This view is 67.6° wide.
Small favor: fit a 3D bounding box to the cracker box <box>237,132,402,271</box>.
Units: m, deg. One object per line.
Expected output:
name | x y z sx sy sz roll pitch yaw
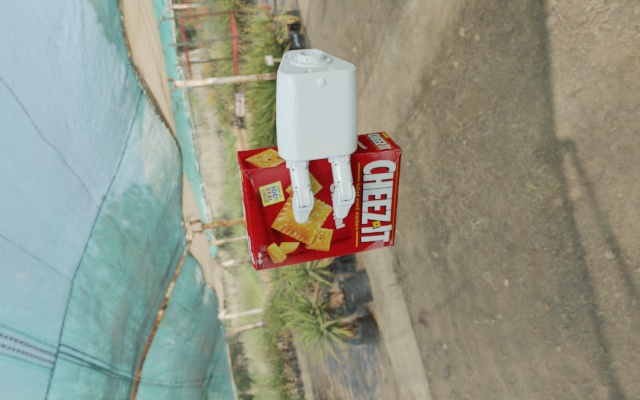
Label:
cracker box | 0.000 0.002 0.671 0.213 0.164 0.072 -9 32 -12
